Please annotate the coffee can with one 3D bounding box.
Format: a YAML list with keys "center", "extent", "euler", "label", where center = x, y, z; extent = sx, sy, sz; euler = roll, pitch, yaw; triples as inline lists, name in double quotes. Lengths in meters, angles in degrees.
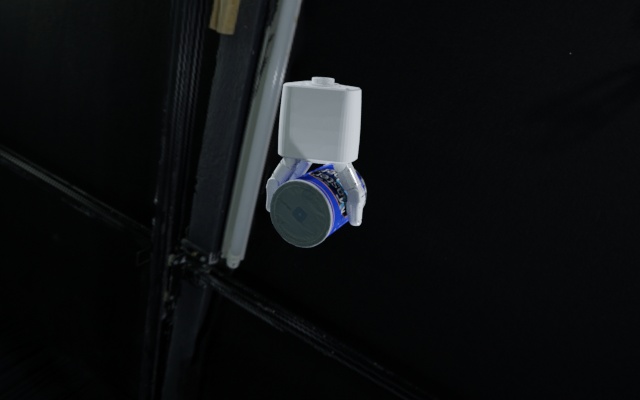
- center: [0.000, 0.003, 0.756]
  extent: [0.103, 0.103, 0.140]
  euler: [0, 15, 28]
  label: "coffee can"
